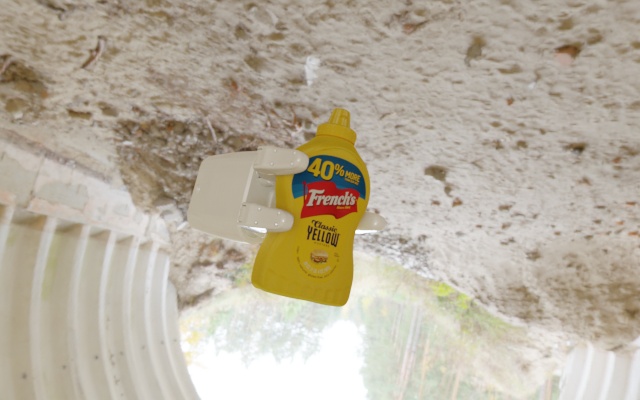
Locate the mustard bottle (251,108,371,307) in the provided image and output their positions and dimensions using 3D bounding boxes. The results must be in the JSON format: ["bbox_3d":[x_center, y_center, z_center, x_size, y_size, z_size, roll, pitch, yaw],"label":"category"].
[{"bbox_3d":[0.000,0.002,0.470,0.096,0.191,0.058,17,-10,-22],"label":"mustard bottle"}]
